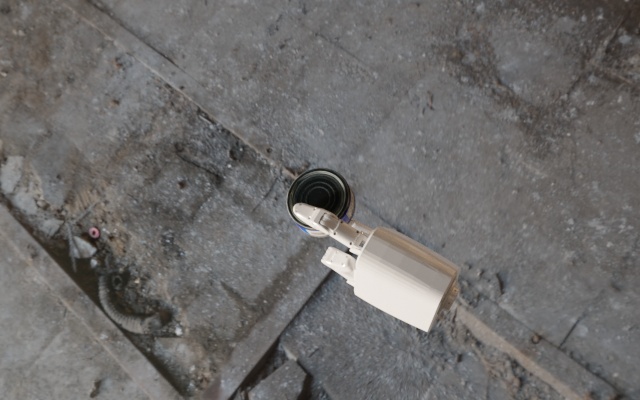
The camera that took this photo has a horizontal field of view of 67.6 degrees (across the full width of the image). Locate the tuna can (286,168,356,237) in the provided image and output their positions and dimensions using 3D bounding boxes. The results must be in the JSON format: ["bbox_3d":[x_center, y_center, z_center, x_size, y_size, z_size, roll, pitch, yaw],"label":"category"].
[{"bbox_3d":[0.000,0.002,0.614,0.086,0.086,0.034,0,-19,16],"label":"tuna can"}]
